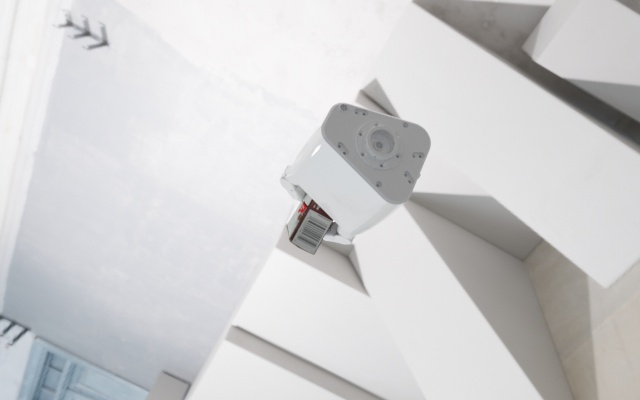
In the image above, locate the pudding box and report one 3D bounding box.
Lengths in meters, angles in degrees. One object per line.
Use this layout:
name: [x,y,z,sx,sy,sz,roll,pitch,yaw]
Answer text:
pudding box: [0.000,0.002,0.594,0.039,0.113,0.090,30,4,-9]
